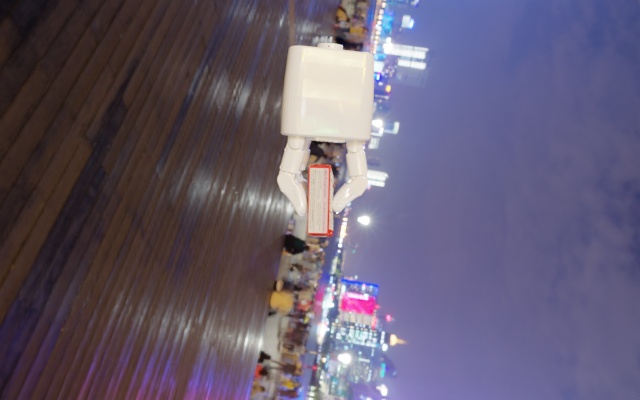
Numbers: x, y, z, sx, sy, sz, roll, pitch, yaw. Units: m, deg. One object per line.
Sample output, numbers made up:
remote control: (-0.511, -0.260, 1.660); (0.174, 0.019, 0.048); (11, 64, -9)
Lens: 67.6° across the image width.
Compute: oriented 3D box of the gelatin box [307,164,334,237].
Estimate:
gelatin box: (0.001, 0.002, 0.616); (0.030, 0.089, 0.073); (0, -5, 5)
